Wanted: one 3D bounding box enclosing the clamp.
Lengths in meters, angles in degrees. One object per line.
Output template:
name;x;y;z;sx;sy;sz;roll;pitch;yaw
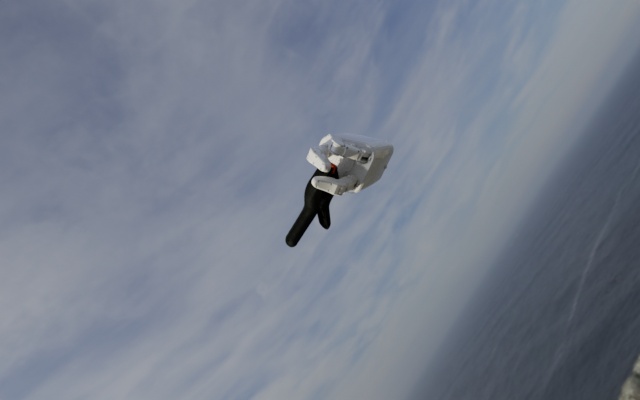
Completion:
clamp;0.000;0.002;0.878;0.039;0.171;0.120;33;25;20
